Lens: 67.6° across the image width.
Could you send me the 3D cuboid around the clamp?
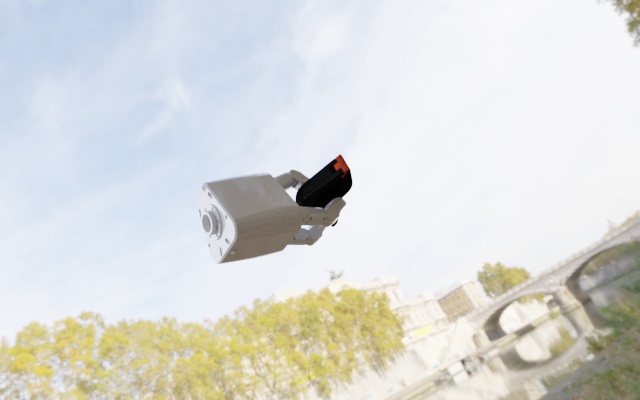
[{"bbox_3d":[0.000,0.002,0.749,0.164,0.036,0.210,-13,-27,-40],"label":"clamp"}]
